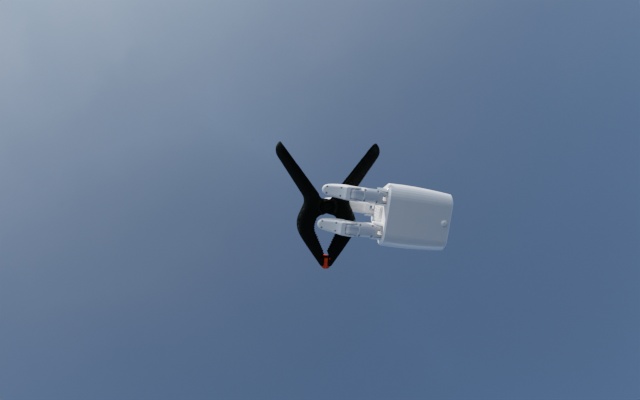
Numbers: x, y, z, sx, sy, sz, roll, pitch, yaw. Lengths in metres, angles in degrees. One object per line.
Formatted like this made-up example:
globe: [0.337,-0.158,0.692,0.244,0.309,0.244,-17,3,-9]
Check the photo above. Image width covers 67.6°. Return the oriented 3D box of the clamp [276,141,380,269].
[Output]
clamp: [0.000,0.003,0.768,0.164,0.210,0.036,8,6,-3]
